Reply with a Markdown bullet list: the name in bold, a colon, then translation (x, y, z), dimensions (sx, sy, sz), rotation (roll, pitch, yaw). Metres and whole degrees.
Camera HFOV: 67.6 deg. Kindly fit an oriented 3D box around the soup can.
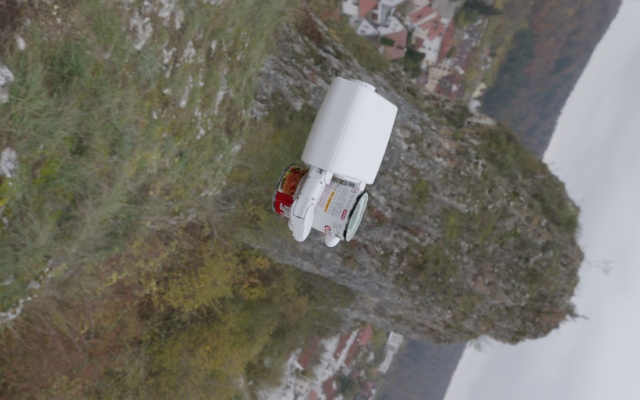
- **soup can**: translation (0.000, 0.003, 0.599), dimensions (0.102, 0.068, 0.068), rotation (22, 6, 15)
